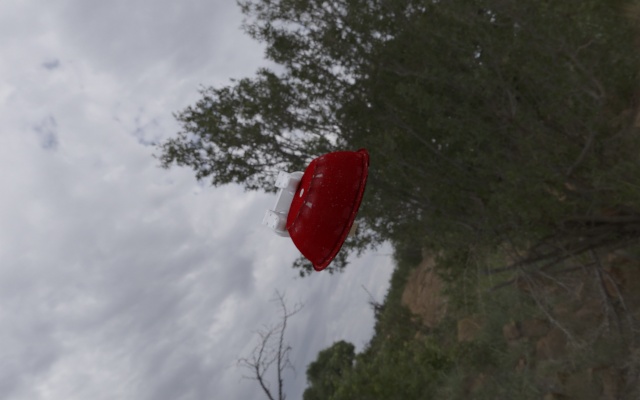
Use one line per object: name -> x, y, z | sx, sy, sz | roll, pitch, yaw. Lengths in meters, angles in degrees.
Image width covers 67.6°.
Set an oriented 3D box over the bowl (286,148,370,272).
bowl -> 0.000, 0.002, 0.582 | 0.055, 0.162, 0.162 | 22, -5, -12
